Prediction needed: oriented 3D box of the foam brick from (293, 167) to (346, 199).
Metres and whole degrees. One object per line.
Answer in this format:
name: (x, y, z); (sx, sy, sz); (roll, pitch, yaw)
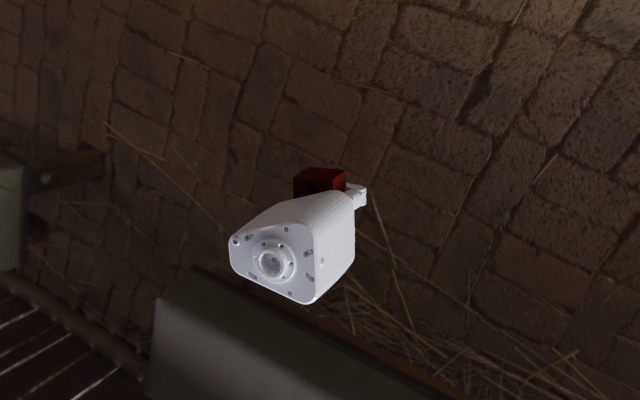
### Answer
foam brick: (0.000, 0.002, 0.600); (0.053, 0.078, 0.051); (4, 18, 22)
